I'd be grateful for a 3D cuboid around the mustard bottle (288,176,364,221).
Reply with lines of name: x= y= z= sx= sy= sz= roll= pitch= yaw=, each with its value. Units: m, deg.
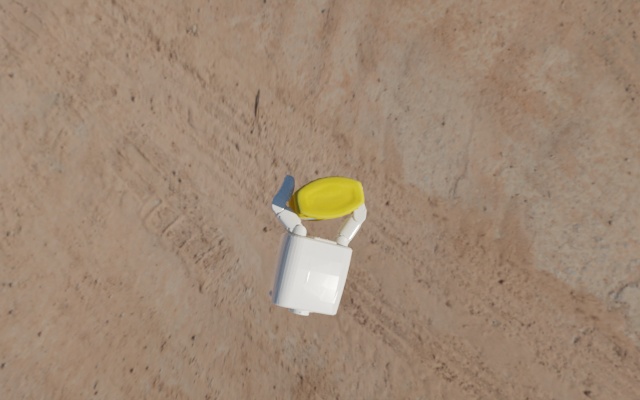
mustard bottle: x=0.000 y=0.002 z=0.740 sx=0.096 sy=0.058 sz=0.191 roll=-11 pitch=-2 yaw=-9
